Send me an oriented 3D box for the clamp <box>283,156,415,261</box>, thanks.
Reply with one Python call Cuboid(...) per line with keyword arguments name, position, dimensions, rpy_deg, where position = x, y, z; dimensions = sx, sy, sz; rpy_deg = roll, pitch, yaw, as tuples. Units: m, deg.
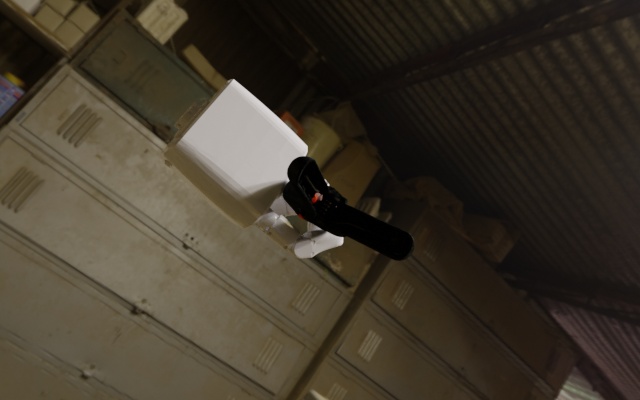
Cuboid(name="clamp", position=(0.000, 0.001, 0.433), dimensions=(0.120, 0.039, 0.171), rpy_deg=(45, -14, -20))
